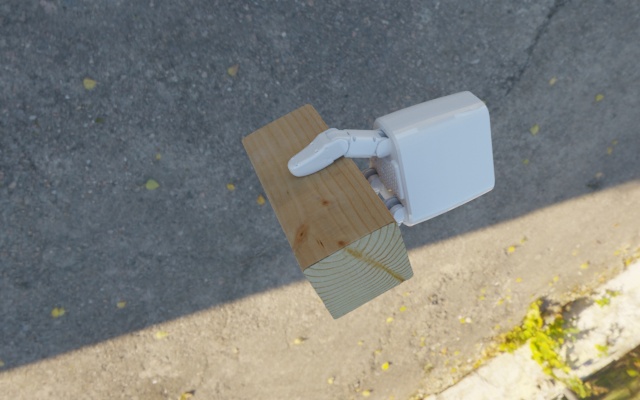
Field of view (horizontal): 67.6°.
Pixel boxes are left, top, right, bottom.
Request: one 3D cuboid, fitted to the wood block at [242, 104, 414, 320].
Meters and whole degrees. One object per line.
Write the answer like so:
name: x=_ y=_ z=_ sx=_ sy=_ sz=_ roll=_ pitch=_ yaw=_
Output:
wood block: x=0.000 y=0.001 z=0.491 sx=0.090 sy=0.091 sz=0.206 roll=-28 pitch=45 yaw=-2
